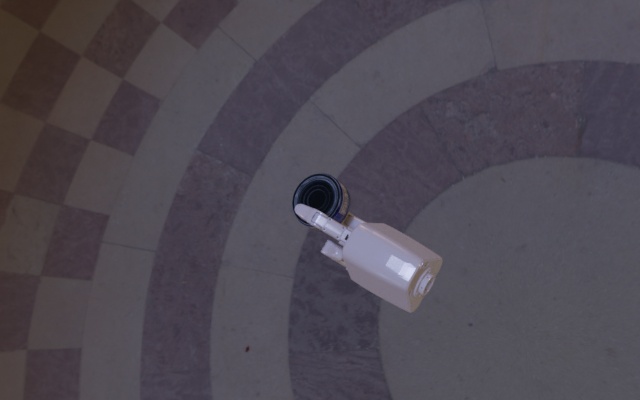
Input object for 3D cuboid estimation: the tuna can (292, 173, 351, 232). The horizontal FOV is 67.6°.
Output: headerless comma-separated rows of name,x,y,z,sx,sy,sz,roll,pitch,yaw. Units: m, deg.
tuna can,0.000,0.002,0.727,0.086,0.086,0.034,0,-17,28
